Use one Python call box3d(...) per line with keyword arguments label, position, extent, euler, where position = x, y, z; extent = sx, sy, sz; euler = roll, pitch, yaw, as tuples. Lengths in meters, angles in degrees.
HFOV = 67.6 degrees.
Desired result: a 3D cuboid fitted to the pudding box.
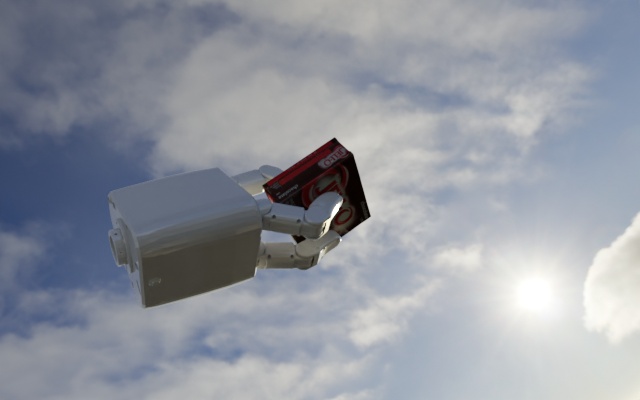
box3d(label="pudding box", position=(0.000, 0.002, 0.498), extent=(0.090, 0.039, 0.114), euler=(-34, -35, -8))
